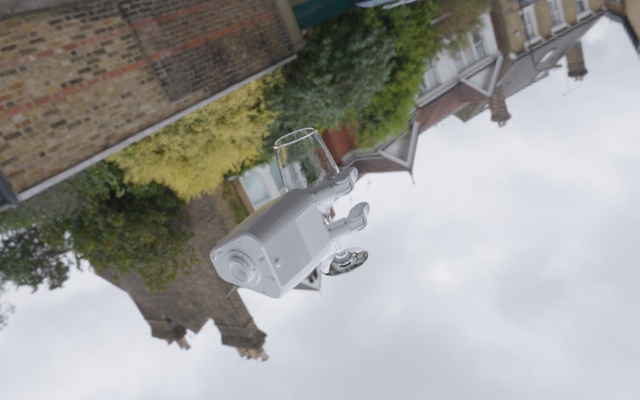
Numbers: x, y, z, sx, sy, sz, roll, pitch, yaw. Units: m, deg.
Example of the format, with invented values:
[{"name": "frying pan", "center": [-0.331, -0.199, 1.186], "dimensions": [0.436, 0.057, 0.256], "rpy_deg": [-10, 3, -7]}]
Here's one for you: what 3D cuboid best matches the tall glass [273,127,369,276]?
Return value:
[{"name": "tall glass", "center": [0.000, 0.003, 0.664], "dimensions": [0.079, 0.201, 0.079], "rpy_deg": [-19, 19, 7]}]
